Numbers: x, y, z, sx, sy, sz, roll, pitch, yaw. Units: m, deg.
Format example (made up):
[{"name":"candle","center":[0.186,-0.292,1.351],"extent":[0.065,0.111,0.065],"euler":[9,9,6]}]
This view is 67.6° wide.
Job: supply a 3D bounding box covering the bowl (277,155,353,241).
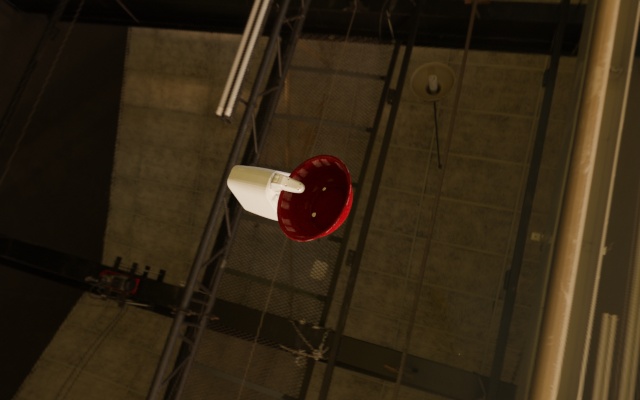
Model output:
[{"name":"bowl","center":[0.001,0.003,0.844],"extent":[0.162,0.162,0.055],"euler":[0,-22,40]}]
